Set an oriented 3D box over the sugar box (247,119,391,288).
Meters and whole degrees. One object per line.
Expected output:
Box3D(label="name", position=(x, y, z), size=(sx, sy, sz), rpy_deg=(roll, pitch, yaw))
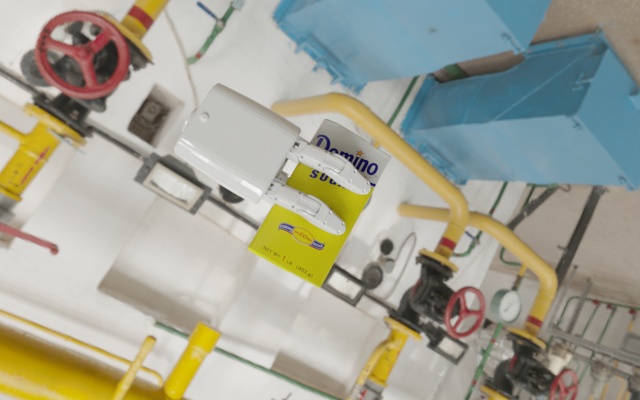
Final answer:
Box3D(label="sugar box", position=(0.000, 0.002, 0.552), size=(0.093, 0.176, 0.048), rpy_deg=(30, -11, -6))
